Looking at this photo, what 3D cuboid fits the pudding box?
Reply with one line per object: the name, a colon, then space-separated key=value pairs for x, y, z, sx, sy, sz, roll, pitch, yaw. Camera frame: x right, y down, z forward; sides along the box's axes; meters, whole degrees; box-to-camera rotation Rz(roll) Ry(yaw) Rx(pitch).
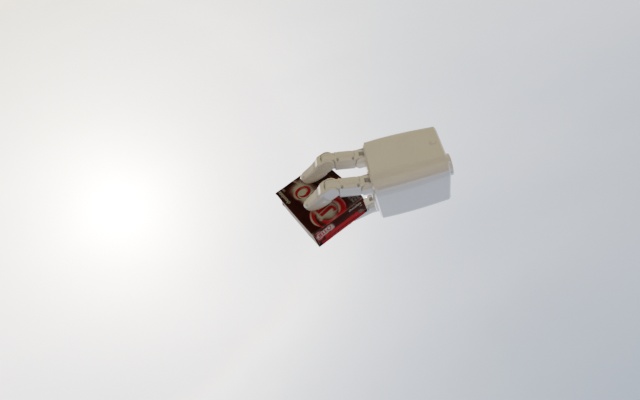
pudding box: x=0.000 y=0.002 z=0.704 sx=0.090 sy=0.039 sz=0.113 roll=-36 pitch=46 yaw=-11
